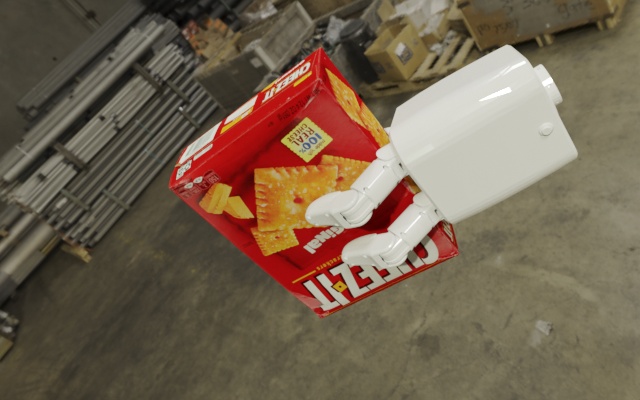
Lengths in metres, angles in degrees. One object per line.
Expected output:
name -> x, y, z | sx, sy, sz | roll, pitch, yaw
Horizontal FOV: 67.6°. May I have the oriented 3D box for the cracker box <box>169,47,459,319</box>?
cracker box -> 0.000, 0.001, 0.433 | 0.164, 0.214, 0.072 | -30, 31, 23
